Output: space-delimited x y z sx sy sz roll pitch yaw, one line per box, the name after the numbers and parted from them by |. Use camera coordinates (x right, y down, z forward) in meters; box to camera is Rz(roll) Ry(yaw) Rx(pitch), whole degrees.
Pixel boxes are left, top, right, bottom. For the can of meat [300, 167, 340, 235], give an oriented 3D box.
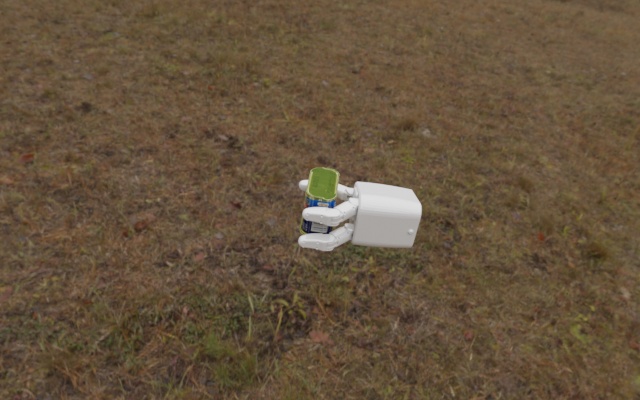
0.000 0.002 0.822 0.057 0.084 0.102 9 35 0 | can of meat
